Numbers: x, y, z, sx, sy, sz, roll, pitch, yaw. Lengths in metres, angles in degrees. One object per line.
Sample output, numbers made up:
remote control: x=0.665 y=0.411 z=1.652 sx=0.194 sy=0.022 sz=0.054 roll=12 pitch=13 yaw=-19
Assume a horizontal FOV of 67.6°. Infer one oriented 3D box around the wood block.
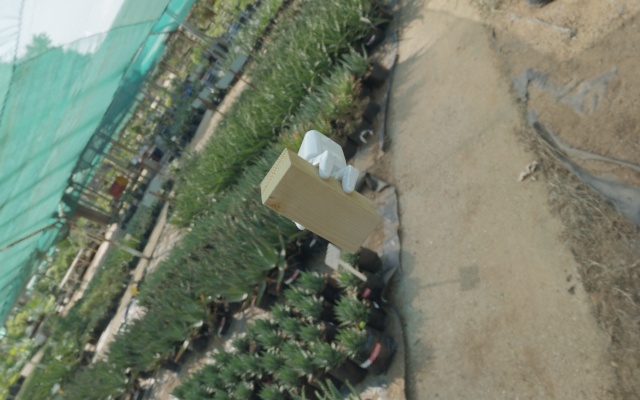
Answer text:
wood block: x=0.000 y=0.003 z=0.894 sx=0.206 sy=0.091 sz=0.090 roll=30 pitch=18 yaw=-22
